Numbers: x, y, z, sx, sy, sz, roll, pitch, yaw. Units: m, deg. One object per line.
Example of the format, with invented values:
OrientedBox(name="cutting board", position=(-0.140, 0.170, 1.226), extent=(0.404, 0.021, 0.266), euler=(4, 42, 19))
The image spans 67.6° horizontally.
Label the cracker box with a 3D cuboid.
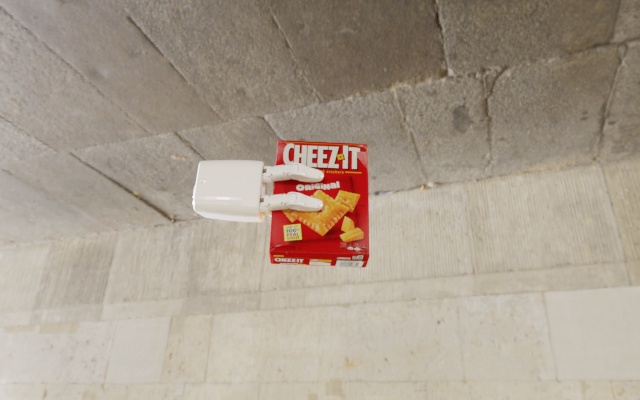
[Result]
OrientedBox(name="cracker box", position=(0.000, 0.003, 0.824), extent=(0.164, 0.213, 0.072), euler=(3, -26, -2))
